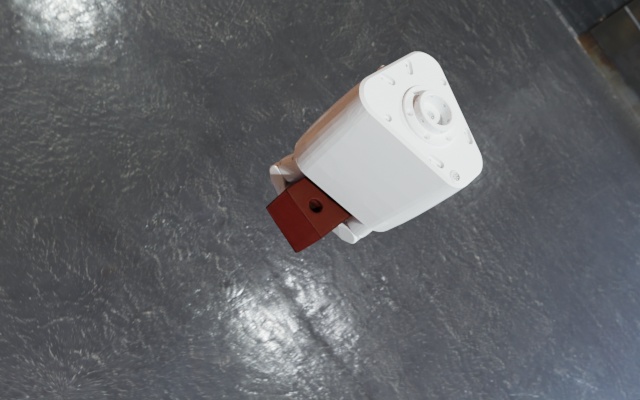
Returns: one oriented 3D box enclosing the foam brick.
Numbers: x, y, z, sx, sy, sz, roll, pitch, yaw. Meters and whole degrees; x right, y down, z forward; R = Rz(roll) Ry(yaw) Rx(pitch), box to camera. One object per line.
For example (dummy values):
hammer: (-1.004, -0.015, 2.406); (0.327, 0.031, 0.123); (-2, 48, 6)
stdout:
foam brick: (0.000, 0.002, 0.440); (0.078, 0.053, 0.051); (-36, 0, -33)
